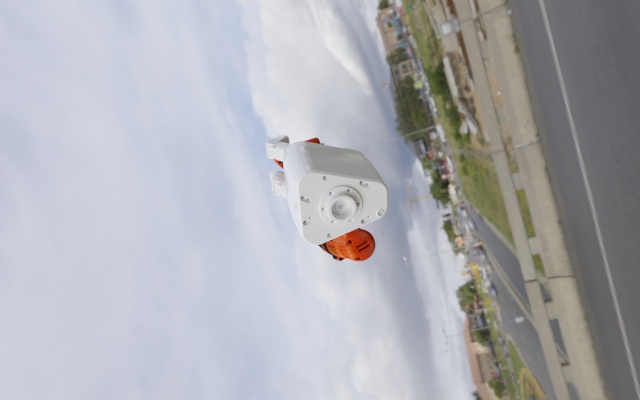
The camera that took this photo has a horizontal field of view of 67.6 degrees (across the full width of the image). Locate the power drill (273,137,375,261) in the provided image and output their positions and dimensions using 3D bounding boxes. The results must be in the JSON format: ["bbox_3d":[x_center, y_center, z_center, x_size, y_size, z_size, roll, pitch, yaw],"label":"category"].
[{"bbox_3d":[0.000,0.002,0.722,0.057,0.188,0.184,-32,10,-17],"label":"power drill"}]
